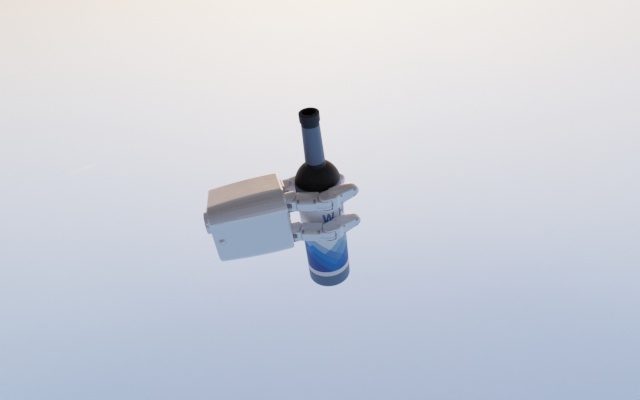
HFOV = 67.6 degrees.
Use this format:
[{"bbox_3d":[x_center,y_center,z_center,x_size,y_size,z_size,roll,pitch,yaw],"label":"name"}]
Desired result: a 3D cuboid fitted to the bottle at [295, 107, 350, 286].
[{"bbox_3d":[0.000,0.002,0.698,0.069,0.296,0.069,-5,38,4],"label":"bottle"}]
